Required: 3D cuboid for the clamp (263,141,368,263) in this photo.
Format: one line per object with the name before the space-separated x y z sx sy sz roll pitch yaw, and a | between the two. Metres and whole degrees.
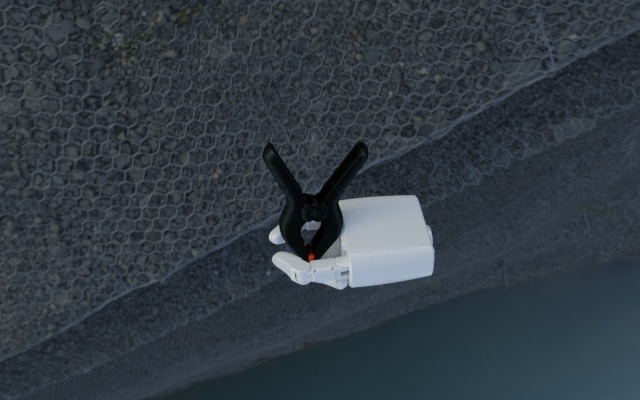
clamp | 0.000 0.002 0.574 0.120 0.172 0.039 -6 34 -3
